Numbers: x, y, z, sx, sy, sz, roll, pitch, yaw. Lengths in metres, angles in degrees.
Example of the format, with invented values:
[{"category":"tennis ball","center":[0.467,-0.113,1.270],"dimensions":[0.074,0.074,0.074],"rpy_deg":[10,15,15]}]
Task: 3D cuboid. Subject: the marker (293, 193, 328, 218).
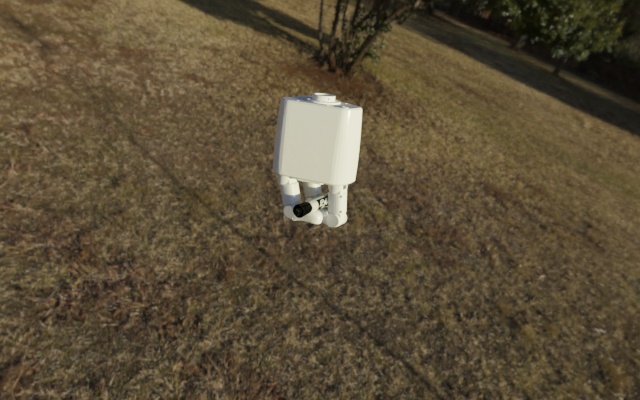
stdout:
[{"category":"marker","center":[0.000,0.002,0.678],"dimensions":[0.020,0.020,0.121],"rpy_deg":[0,13,34]}]
